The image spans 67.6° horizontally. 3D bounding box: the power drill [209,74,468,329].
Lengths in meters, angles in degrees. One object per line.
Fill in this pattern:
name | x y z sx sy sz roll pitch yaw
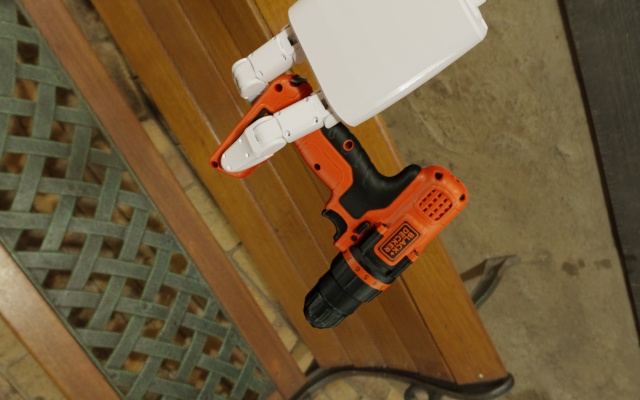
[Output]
power drill | 0.000 0.001 0.410 0.187 0.184 0.057 41 16 -5
